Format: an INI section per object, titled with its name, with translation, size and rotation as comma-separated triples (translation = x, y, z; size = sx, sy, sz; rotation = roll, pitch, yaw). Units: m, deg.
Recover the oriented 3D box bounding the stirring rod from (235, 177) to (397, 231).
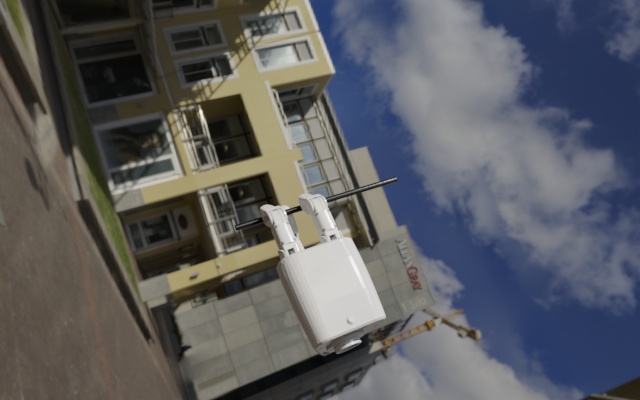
[stirring rod]
translation = 0.000, 0.002, 0.649
size = 0.239, 0.011, 0.011
rotation = -17, 6, -19
